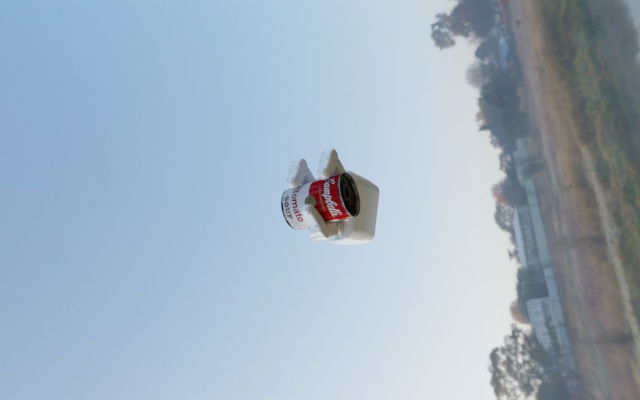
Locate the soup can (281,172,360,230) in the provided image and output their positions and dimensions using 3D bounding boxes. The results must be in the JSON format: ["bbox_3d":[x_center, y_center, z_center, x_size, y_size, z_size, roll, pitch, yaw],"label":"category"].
[{"bbox_3d":[0.000,0.002,0.722,0.102,0.068,0.068,-14,-7,26],"label":"soup can"}]
